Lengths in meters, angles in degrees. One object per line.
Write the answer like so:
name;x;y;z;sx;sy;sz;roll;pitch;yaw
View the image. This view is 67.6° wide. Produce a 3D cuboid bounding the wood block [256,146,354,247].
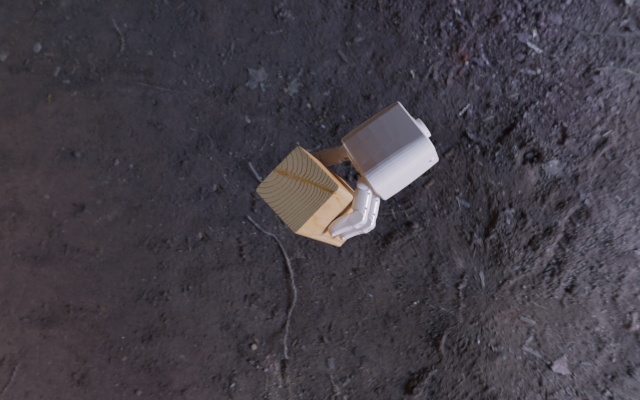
wood block;0.000;0.002;0.739;0.090;0.090;0.206;46;6;21
